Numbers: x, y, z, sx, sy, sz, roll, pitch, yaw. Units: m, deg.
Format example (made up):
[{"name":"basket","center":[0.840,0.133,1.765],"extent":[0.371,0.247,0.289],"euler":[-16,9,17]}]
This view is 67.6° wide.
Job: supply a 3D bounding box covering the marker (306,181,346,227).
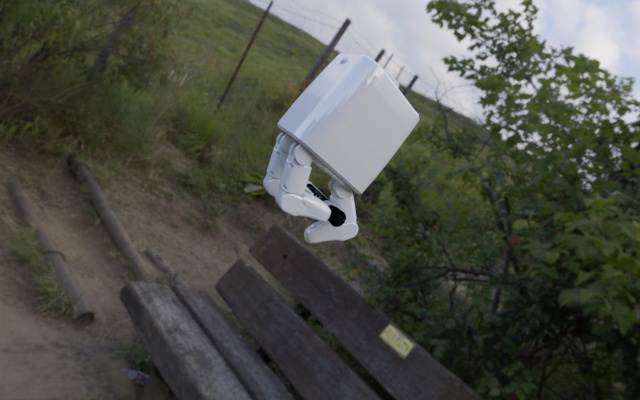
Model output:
[{"name":"marker","center":[0.000,0.002,0.545],"extent":[0.020,0.020,0.121],"euler":[0,18,-20]}]
